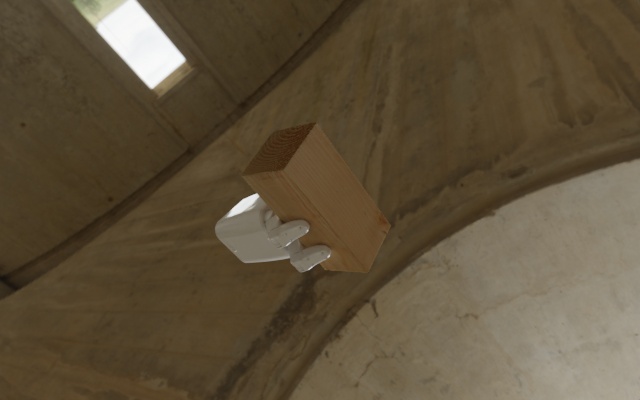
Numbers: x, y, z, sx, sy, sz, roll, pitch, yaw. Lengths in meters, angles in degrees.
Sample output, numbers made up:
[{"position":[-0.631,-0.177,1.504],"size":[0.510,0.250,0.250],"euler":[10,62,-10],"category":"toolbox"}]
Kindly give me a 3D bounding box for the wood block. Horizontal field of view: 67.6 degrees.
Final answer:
[{"position":[0.000,0.002,0.671],"size":[0.090,0.090,0.206],"euler":[-4,-45,44],"category":"wood block"}]
